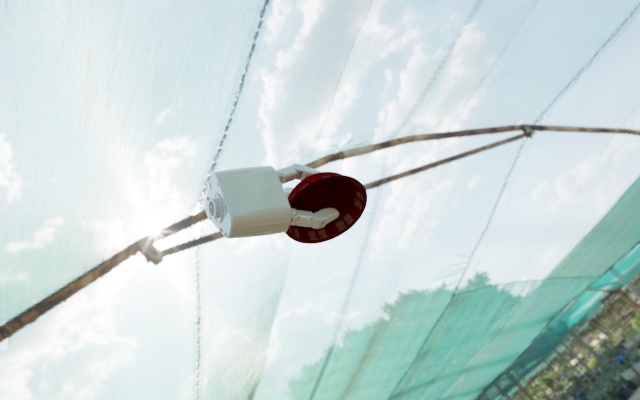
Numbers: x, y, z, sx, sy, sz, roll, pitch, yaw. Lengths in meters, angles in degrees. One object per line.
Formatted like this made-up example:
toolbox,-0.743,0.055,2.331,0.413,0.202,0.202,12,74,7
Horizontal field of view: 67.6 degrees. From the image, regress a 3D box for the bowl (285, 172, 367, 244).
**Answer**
bowl,0.001,0.003,0.856,0.162,0.162,0.055,0,41,-27
